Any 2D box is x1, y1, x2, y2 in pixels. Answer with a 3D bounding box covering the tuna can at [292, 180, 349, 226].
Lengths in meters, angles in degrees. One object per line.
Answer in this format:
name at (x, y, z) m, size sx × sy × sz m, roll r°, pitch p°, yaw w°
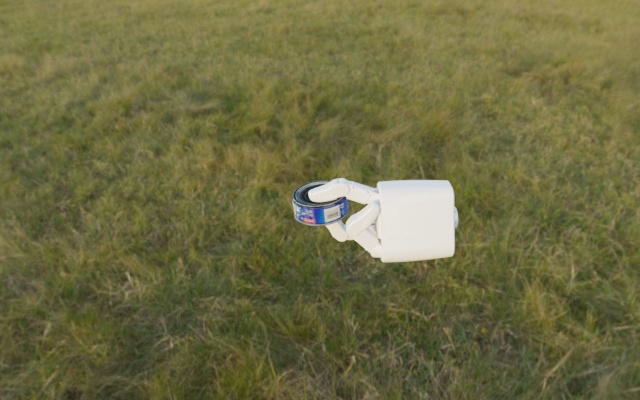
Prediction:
tuna can at (0.000, 0.002, 0.728) m, size 0.086 × 0.034 × 0.086 m, roll -5°, pitch 29°, yaw 3°
